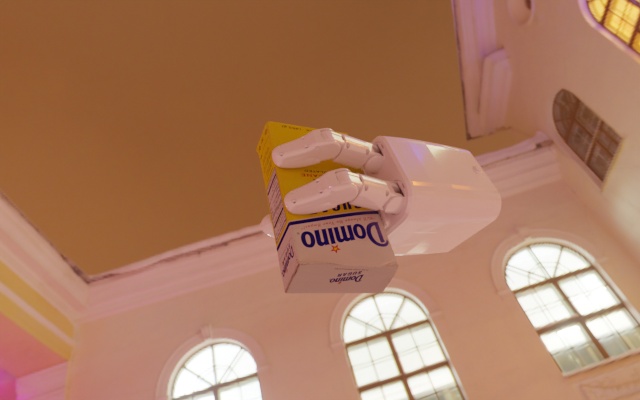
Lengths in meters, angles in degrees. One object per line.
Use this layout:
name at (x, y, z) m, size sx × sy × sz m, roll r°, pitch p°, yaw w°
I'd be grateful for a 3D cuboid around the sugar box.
sugar box at (0.000, 0.001, 0.442) m, size 0.093 × 0.048 × 0.176 m, roll 4°, pitch 43°, yaw -23°
